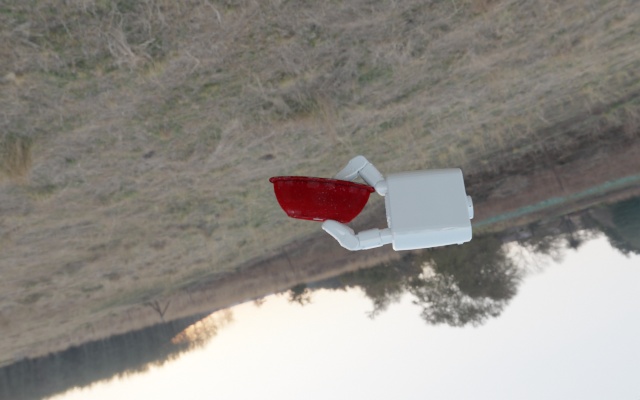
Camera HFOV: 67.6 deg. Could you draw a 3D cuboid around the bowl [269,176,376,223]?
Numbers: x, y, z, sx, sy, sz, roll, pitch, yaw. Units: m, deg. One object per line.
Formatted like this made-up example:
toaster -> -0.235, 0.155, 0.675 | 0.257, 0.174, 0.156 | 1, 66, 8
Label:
bowl -> -0.001, 0.003, 0.716 | 0.162, 0.055, 0.162 | 6, -5, 0
